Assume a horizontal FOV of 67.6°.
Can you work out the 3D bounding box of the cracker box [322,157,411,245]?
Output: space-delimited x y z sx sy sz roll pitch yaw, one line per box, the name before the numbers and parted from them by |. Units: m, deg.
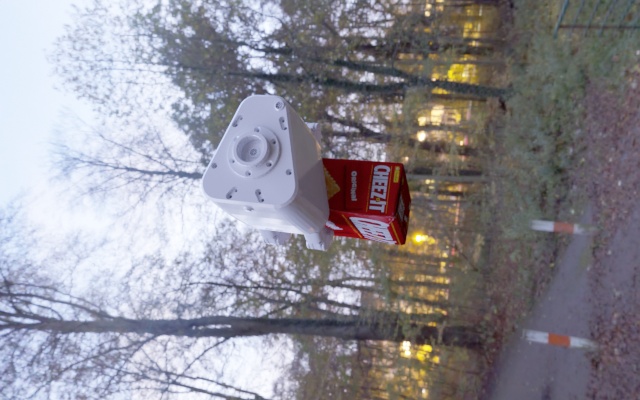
cracker box | 0.000 0.002 0.603 0.213 0.072 0.164 6 -13 15
